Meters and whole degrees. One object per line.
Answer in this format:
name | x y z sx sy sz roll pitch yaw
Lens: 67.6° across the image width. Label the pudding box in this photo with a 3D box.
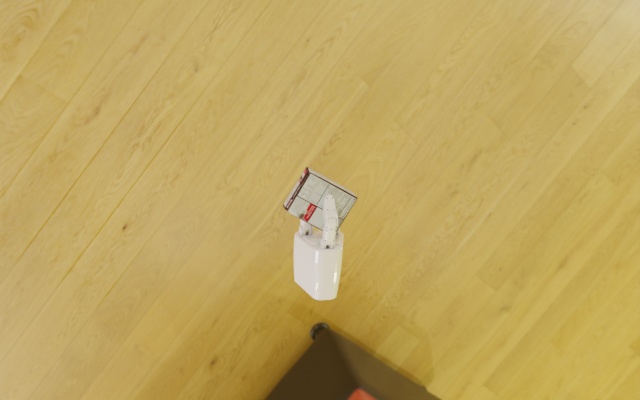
pudding box | 0.000 0.003 0.900 0.113 0.090 0.039 28 10 -21
